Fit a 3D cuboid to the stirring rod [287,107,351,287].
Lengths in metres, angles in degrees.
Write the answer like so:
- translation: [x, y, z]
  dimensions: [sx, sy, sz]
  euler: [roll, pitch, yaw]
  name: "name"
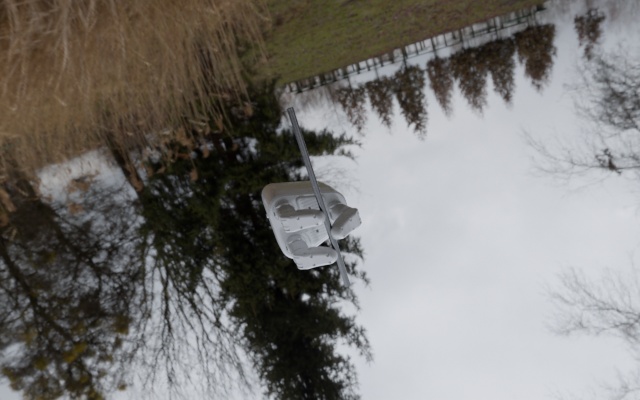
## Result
- translation: [0.000, 0.002, 0.591]
  dimensions: [0.011, 0.239, 0.011]
  euler: [-16, 17, 5]
  name: "stirring rod"
